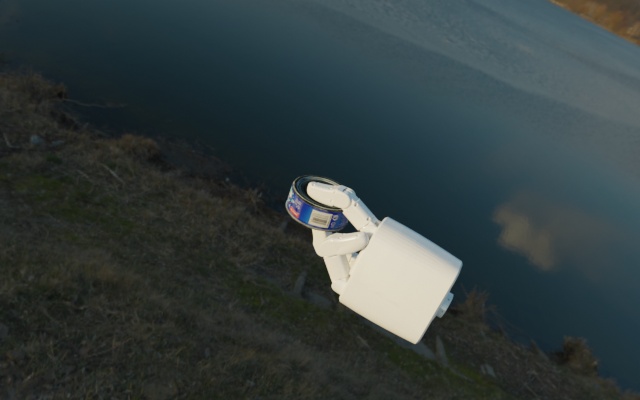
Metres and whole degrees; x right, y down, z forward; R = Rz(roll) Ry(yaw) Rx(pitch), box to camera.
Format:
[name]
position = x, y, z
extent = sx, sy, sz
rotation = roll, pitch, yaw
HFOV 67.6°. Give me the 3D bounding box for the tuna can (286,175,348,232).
[tuna can]
position = 0.000, 0.002, 0.622
extent = 0.086, 0.034, 0.086
rotation = 14, 30, -8
